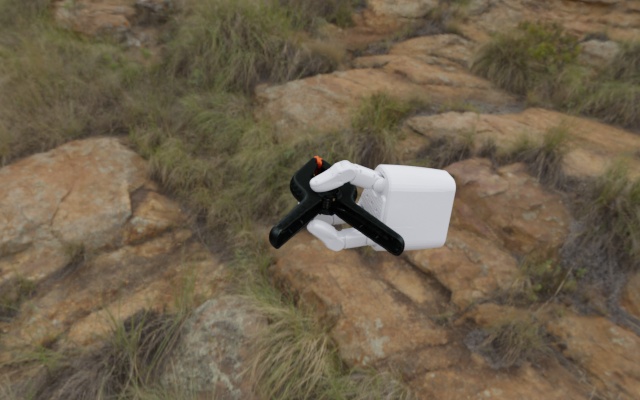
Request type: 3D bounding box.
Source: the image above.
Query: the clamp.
[{"bbox_3d":[0.000,0.001,0.630,0.164,0.036,0.209,2,33,-19],"label":"clamp"}]
